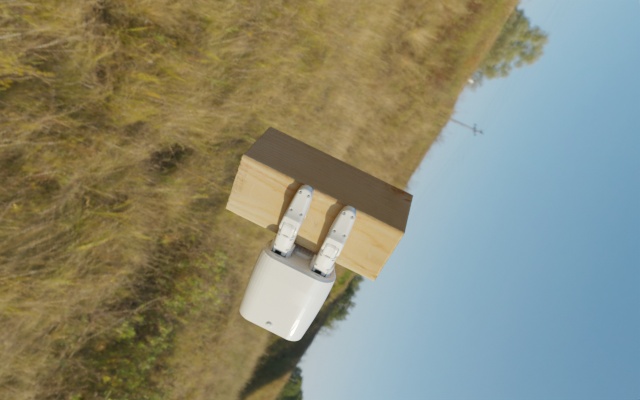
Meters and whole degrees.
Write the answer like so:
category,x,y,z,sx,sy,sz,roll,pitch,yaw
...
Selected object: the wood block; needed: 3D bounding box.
category,x,y,z,sx,sy,sz,roll,pitch,yaw
wood block,0.000,0.002,0.605,0.206,0.090,0.090,26,35,2
